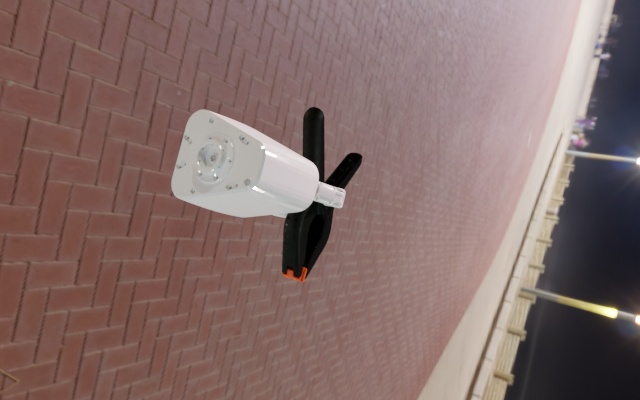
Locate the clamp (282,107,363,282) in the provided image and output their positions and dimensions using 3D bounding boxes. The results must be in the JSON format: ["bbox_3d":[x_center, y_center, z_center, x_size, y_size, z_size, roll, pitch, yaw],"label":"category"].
[{"bbox_3d":[0.001,0.003,0.629,0.036,0.210,0.164,12,-3,28],"label":"clamp"}]
